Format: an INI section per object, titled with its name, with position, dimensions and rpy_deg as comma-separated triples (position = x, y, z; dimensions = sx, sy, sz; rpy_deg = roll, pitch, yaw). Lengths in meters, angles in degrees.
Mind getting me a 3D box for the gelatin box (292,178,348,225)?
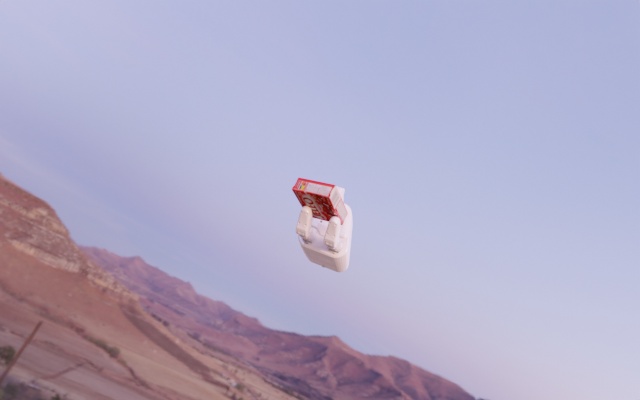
[gelatin box]
position = 0.000, 0.002, 0.822
dimensions = 0.073, 0.030, 0.089
rpy_deg = 13, -29, 27
